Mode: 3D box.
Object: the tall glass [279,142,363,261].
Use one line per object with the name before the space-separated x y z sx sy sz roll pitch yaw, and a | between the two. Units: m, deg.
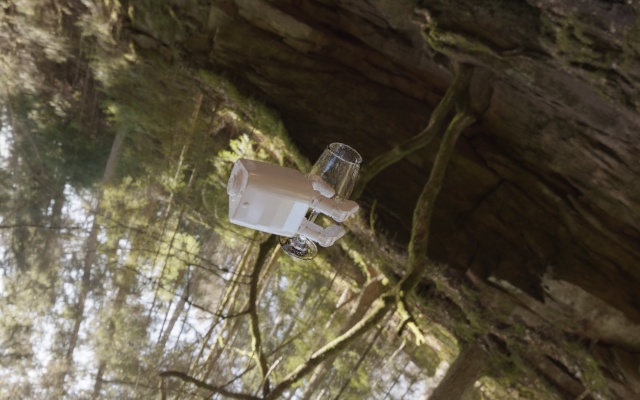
tall glass | 0.000 0.003 0.799 0.079 0.201 0.079 21 29 -12
